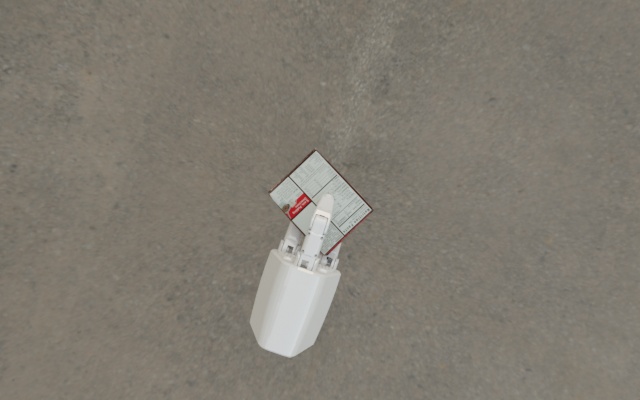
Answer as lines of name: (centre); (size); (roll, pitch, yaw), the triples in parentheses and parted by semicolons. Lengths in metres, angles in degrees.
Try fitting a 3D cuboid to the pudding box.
pudding box: (0.000, 0.002, 0.623); (0.090, 0.113, 0.039); (-43, 1, 0)
